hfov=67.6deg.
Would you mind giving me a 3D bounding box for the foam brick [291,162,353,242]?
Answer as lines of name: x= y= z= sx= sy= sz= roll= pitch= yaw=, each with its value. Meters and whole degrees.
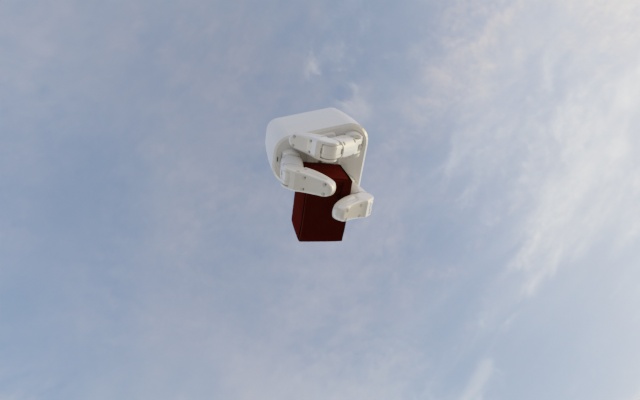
foam brick: x=0.000 y=0.002 z=0.545 sx=0.053 sy=0.078 sz=0.051 roll=3 pitch=23 yaw=-16
